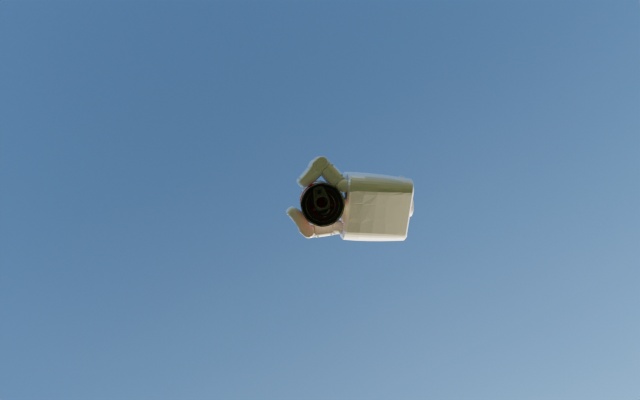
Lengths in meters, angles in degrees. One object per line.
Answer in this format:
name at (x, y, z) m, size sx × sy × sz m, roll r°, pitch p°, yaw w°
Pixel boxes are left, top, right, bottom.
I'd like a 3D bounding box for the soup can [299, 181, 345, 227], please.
soup can at (0.000, 0.003, 0.778) m, size 0.068 × 0.068 × 0.102 m, roll 0°, pitch 5°, yaw -4°
